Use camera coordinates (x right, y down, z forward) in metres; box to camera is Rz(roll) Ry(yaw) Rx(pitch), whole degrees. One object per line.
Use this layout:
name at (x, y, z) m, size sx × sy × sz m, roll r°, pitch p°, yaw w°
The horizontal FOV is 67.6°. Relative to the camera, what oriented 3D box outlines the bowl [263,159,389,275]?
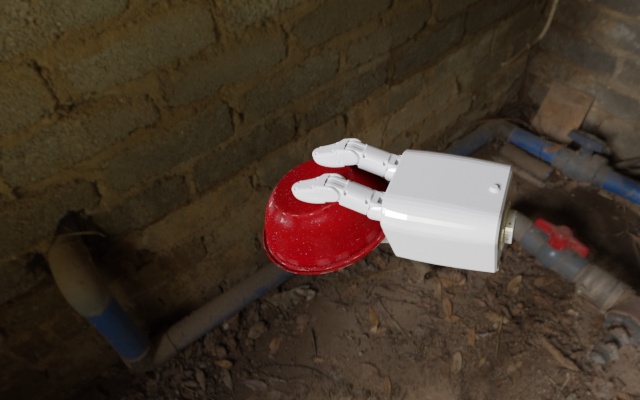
bowl at (-0.001, 0.002, 0.531) m, size 0.162 × 0.162 × 0.055 m, roll 0°, pitch -44°, yaw 28°
